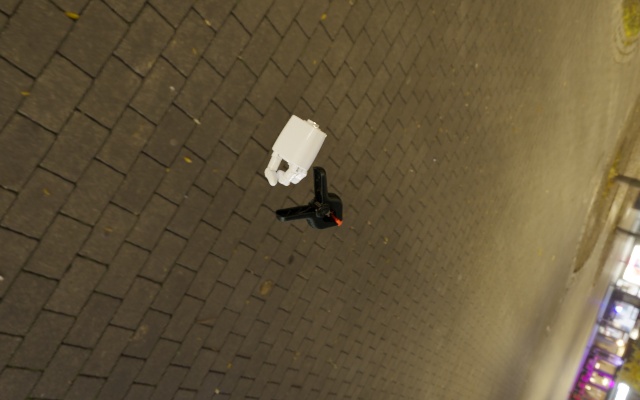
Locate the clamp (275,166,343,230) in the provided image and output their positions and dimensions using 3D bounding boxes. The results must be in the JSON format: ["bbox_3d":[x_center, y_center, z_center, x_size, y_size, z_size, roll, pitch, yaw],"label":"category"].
[{"bbox_3d":[0.001,0.003,0.898,0.039,0.120,0.171,49,16,31],"label":"clamp"}]
